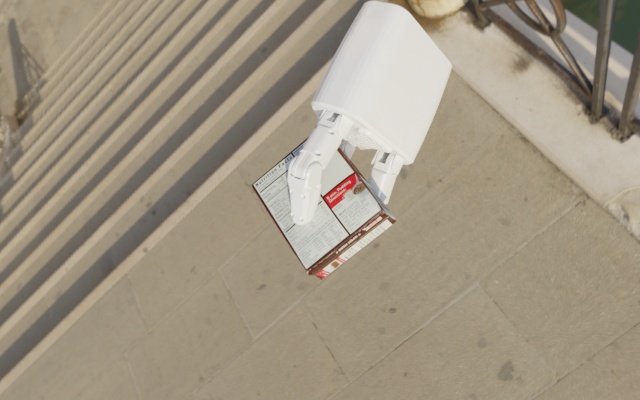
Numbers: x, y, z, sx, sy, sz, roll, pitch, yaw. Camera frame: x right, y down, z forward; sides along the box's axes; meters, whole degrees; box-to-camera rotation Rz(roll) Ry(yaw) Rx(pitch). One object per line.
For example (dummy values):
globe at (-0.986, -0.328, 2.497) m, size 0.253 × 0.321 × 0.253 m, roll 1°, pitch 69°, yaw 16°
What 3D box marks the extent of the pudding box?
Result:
pudding box at (0.000, 0.001, 0.442) m, size 0.090 × 0.113 × 0.039 m, roll -39°, pitch -30°, yaw 8°
